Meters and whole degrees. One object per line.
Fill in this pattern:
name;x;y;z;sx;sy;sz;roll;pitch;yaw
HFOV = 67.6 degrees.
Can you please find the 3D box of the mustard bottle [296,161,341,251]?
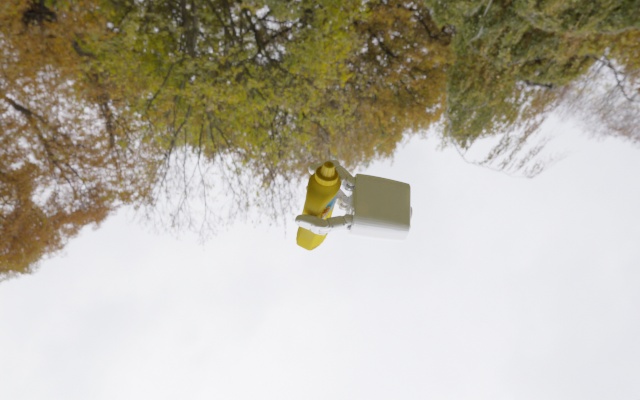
mustard bottle;0.000;0.003;0.885;0.058;0.192;0.096;26;48;11
